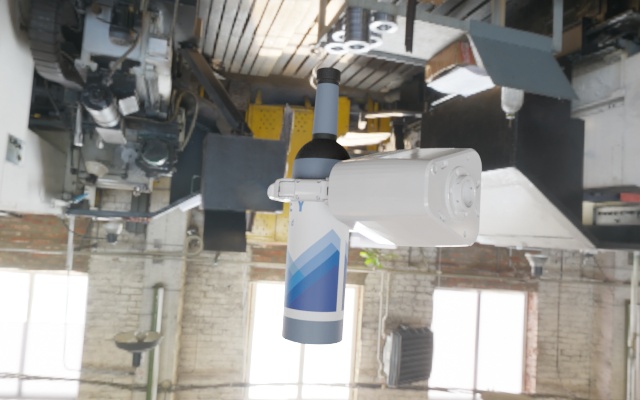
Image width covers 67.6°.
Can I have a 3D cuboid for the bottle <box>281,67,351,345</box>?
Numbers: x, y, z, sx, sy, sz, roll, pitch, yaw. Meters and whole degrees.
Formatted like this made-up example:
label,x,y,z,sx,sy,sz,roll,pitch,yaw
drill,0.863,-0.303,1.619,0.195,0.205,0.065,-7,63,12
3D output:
label,x,y,z,sx,sy,sz,roll,pitch,yaw
bottle,0.000,0.002,0.524,0.069,0.295,0.069,4,-4,0
